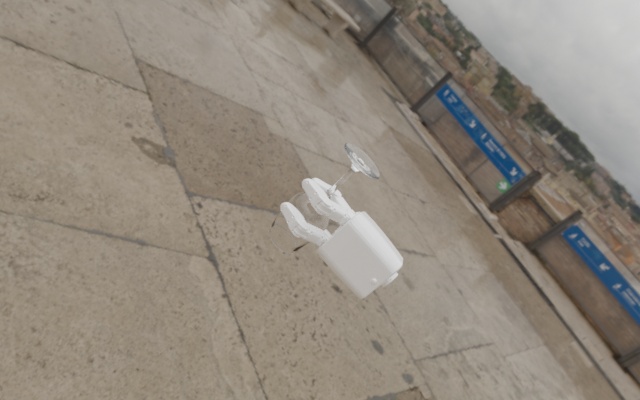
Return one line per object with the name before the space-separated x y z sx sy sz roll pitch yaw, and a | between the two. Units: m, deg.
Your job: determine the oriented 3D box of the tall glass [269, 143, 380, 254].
tall glass | 0.000 0.002 0.773 0.201 0.079 0.079 -44 -22 24
